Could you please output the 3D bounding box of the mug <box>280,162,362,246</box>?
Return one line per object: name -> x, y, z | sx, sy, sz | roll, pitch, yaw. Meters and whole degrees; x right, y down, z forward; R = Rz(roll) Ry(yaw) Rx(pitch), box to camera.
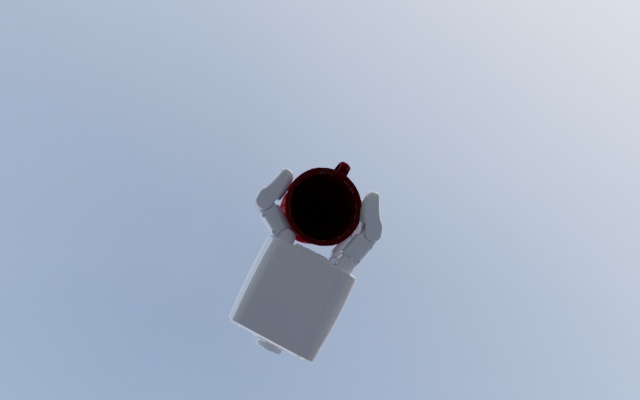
mug -> 0.001, 0.001, 0.597 | 0.093, 0.117, 0.081 | 31, -14, -9
